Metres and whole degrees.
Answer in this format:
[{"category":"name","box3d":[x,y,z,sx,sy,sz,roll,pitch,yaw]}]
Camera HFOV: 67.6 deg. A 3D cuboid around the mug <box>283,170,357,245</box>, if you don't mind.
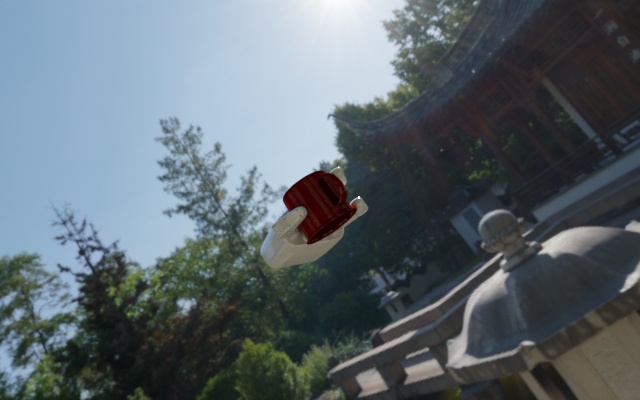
[{"category":"mug","box3d":[0.001,0.002,0.721,0.093,0.081,0.117,-26,-16,-36]}]
